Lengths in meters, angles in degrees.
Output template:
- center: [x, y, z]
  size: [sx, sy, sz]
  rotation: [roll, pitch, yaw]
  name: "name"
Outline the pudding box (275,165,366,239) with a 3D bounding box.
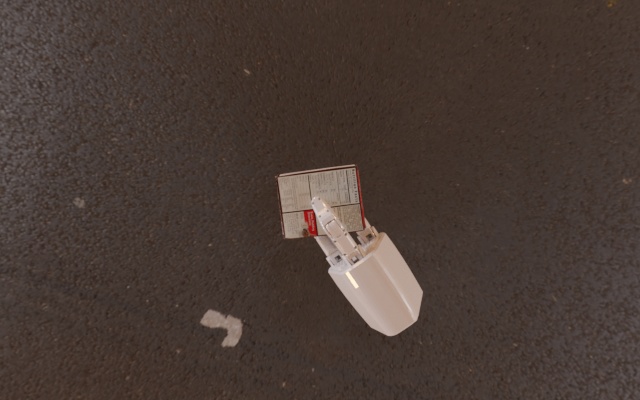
- center: [0.000, 0.002, 0.648]
  size: [0.113, 0.090, 0.039]
  rotation: [-7, 5, 2]
  name: "pudding box"
